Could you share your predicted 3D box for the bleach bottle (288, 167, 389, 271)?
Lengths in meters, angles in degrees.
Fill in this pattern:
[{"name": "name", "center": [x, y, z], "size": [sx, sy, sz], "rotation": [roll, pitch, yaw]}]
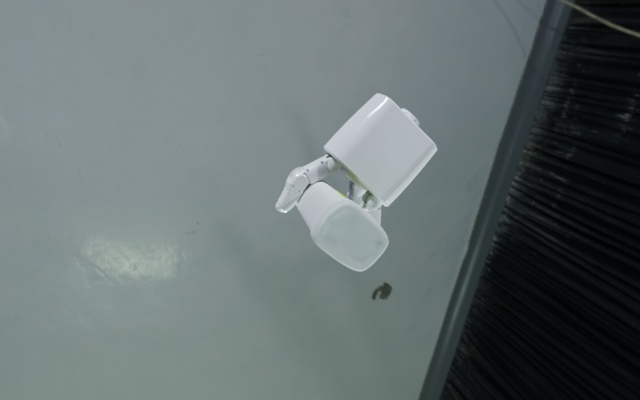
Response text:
[{"name": "bleach bottle", "center": [0.000, 0.002, 0.673], "size": [0.103, 0.068, 0.250], "rotation": [40, 4, -29]}]
